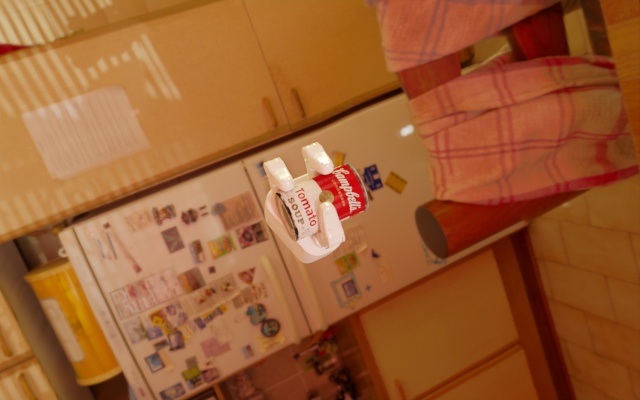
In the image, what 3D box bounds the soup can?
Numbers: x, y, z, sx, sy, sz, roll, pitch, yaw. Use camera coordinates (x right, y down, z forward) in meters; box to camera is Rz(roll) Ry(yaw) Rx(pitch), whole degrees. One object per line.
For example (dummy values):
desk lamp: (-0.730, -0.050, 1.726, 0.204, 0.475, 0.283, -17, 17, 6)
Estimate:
soup can: (0.000, 0.002, 0.608, 0.102, 0.068, 0.068, -23, 6, -15)
